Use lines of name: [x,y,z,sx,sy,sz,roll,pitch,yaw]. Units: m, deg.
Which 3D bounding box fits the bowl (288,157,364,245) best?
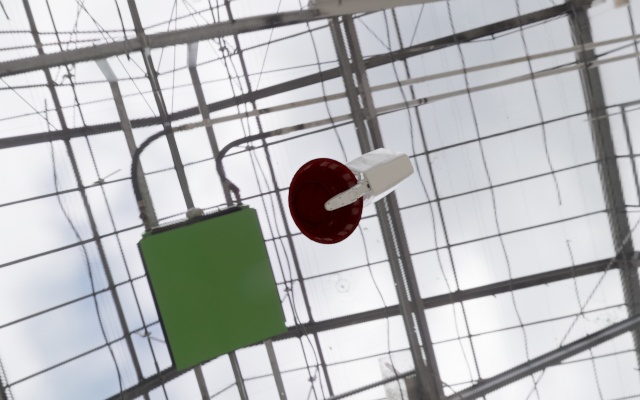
bowl: [-0.001,0.003,0.899,0.162,0.162,0.055,0,-6,-31]
